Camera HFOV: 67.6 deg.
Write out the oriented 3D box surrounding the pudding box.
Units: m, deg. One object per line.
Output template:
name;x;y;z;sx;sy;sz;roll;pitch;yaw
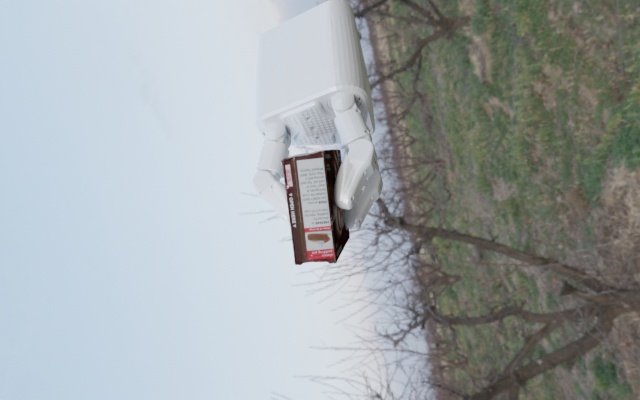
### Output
pudding box;0.000;0.001;0.425;0.039;0.090;0.113;-6;5;12
